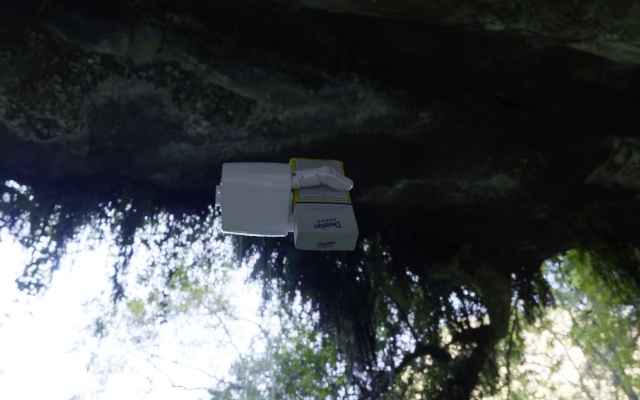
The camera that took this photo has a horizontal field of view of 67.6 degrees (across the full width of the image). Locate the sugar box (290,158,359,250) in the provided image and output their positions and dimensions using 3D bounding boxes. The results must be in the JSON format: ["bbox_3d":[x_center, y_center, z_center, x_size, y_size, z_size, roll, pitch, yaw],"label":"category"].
[{"bbox_3d":[0.000,0.003,0.765,0.093,0.048,0.176,2,44,-9],"label":"sugar box"}]
